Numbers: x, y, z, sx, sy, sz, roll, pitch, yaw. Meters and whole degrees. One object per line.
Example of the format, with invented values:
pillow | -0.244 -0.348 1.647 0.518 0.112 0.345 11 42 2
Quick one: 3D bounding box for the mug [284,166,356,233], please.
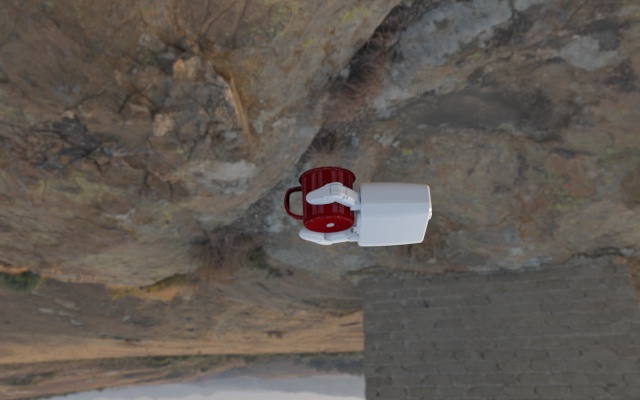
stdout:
mug | -0.001 0.003 0.762 0.117 0.081 0.093 -2 -22 -1
